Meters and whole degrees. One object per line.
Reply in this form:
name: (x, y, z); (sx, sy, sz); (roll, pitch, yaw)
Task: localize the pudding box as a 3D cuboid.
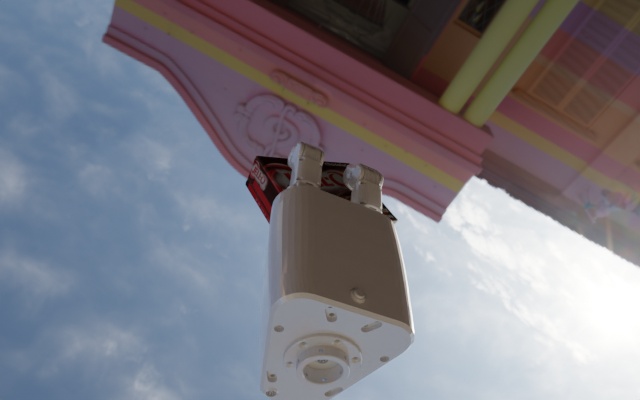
pudding box: (0.000, 0.002, 0.435); (0.113, 0.039, 0.090); (3, 39, -39)
